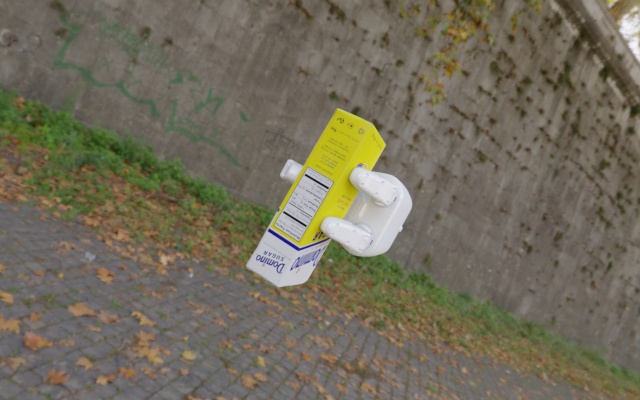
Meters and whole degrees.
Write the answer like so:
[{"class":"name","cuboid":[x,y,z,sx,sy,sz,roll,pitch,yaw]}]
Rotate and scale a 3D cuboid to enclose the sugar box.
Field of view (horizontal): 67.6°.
[{"class":"sugar box","cuboid":[0.001,0.002,0.484,0.048,0.176,0.093,28,3,17]}]
